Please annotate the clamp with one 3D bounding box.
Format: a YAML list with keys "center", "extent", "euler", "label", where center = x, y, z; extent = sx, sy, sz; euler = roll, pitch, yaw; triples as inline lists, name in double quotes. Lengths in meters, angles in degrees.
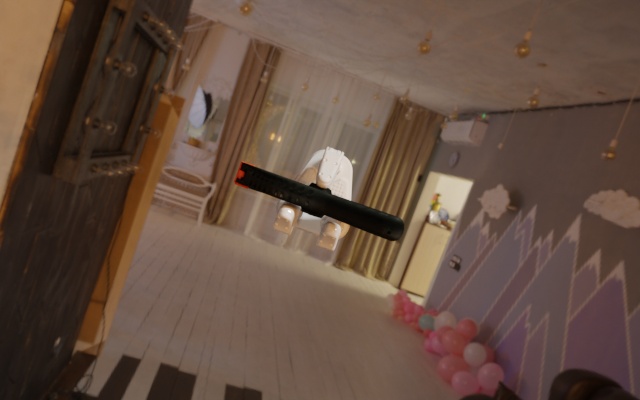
- center: [0.000, 0.001, 0.542]
  extent: [0.210, 0.036, 0.164]
  euler: [20, -1, 1]
  label: "clamp"
